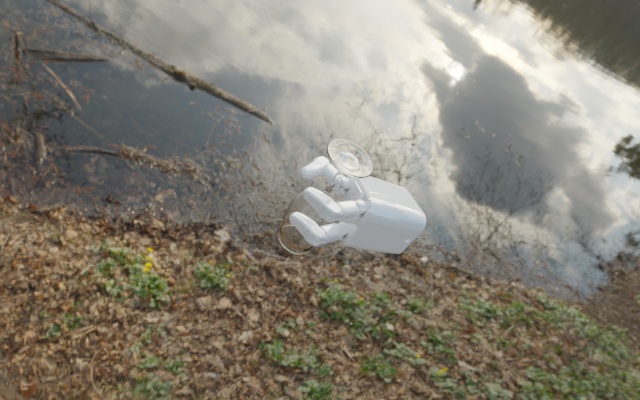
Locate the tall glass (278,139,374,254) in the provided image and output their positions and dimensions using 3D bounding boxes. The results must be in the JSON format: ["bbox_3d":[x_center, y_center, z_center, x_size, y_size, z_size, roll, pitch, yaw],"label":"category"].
[{"bbox_3d":[0.000,0.002,0.735,0.079,0.079,0.201,0,-39,-34],"label":"tall glass"}]
